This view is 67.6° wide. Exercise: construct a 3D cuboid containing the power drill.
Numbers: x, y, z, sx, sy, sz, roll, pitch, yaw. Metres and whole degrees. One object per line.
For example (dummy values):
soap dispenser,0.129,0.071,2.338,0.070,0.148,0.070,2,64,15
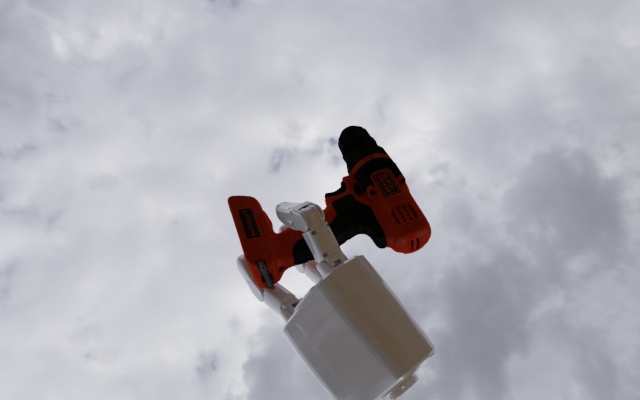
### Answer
power drill,0.000,0.002,0.514,0.187,0.184,0.057,-21,-42,-5
